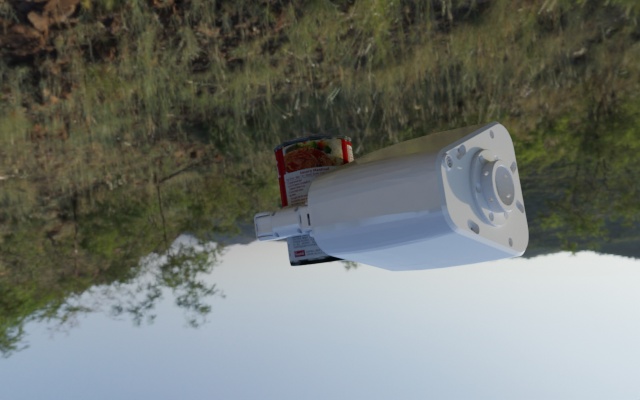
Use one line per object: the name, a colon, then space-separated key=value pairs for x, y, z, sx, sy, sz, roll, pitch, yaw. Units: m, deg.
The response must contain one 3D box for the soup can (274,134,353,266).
soup can: x=0.000 y=0.002 z=0.411 sx=0.068 sy=0.102 sz=0.068 roll=-8 pitch=-5 yaw=-1
